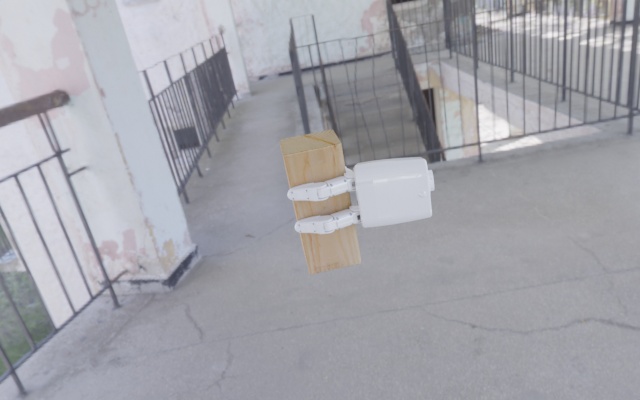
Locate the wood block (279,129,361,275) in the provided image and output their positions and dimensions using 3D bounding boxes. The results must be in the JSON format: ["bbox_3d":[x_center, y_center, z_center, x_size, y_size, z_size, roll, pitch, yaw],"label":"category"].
[{"bbox_3d":[0.000,0.002,0.771,0.090,0.206,0.090,-12,23,-3],"label":"wood block"}]
